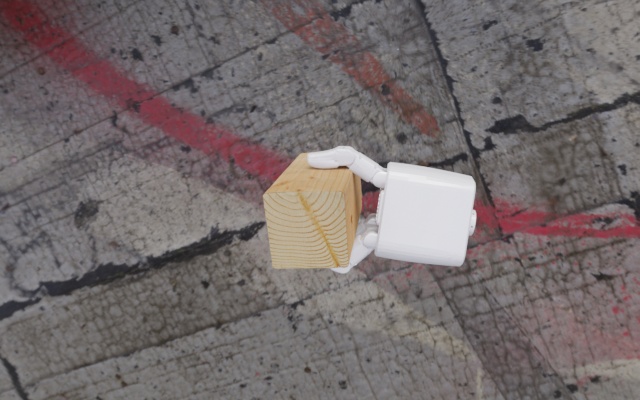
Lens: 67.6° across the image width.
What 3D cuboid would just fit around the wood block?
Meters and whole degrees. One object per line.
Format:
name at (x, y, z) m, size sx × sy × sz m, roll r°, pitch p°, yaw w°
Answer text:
wood block at (0.000, 0.002, 0.613) m, size 0.090 × 0.091 × 0.206 m, roll -2°, pitch 17°, yaw 10°
